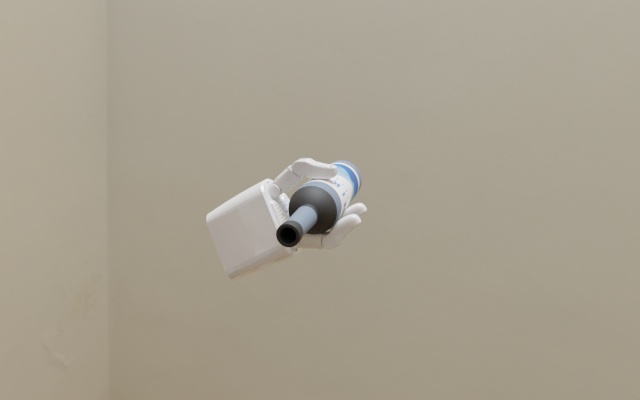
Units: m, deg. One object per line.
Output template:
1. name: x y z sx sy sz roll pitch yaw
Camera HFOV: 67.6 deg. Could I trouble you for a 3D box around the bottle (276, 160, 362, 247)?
1. bottle: 0.000 0.002 0.654 0.069 0.069 0.295 0 14 14
